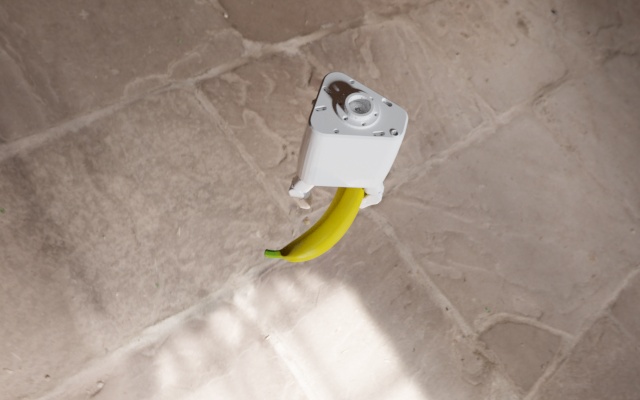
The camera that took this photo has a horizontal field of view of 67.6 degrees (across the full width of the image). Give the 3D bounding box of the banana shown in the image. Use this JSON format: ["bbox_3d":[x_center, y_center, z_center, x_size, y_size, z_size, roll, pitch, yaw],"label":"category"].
[{"bbox_3d":[0.012,0.015,0.639,0.069,0.197,0.037,36,-21,16],"label":"banana"}]
